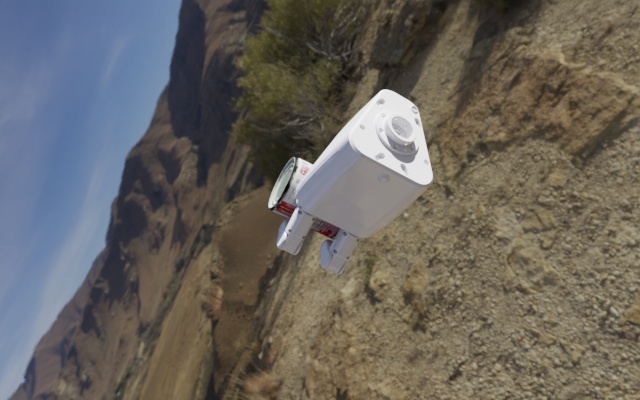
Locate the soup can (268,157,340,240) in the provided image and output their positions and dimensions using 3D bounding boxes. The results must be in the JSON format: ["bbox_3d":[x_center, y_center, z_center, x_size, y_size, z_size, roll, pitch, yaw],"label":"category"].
[{"bbox_3d":[0.000,0.002,0.548,0.102,0.068,0.068,26,-7,-15],"label":"soup can"}]
